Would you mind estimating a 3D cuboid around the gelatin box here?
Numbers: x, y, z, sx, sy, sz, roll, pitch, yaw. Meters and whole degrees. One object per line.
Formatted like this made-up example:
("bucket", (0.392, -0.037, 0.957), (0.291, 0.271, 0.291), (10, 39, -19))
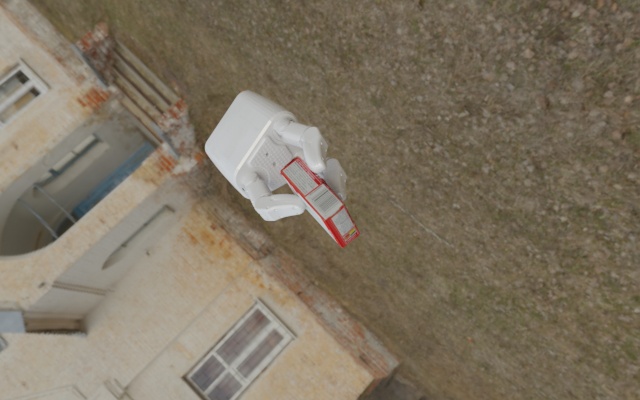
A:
("gelatin box", (0.000, 0.002, 0.527), (0.089, 0.030, 0.073), (47, -6, 33))
